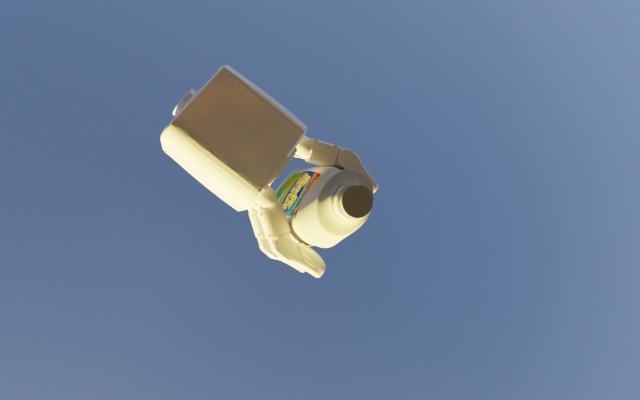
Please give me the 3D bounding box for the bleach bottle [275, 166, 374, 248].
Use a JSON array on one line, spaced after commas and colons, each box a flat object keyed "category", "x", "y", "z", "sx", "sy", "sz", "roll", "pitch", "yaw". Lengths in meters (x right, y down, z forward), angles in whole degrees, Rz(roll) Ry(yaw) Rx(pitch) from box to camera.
[{"category": "bleach bottle", "x": 0.000, "y": 0.002, "z": 0.511, "sx": 0.068, "sy": 0.102, "sz": 0.251, "roll": 39, "pitch": -13, "yaw": -11}]
